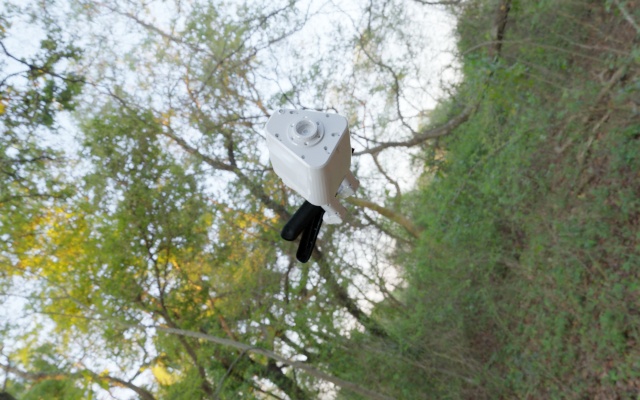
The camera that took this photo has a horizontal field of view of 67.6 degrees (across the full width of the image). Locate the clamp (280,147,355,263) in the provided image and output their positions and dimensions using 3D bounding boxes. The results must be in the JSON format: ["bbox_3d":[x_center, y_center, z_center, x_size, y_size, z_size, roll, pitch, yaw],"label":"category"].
[{"bbox_3d":[0.000,0.002,0.788,0.036,0.210,0.165,24,-22,13],"label":"clamp"}]
